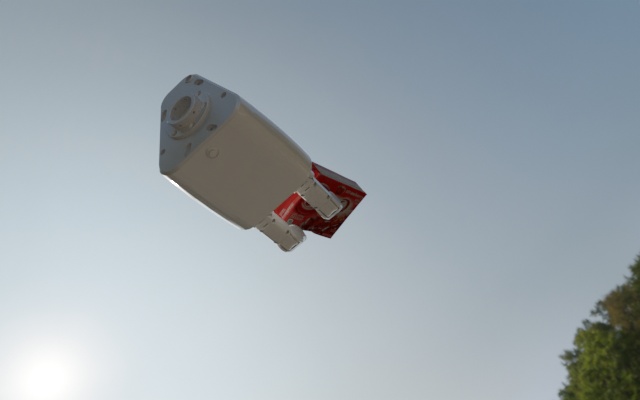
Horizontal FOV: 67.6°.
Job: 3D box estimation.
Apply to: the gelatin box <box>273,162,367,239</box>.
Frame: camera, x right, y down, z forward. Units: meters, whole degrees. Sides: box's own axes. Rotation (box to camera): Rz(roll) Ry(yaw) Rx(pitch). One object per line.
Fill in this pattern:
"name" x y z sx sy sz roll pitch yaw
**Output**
"gelatin box" 0.000 0.002 0.551 0.089 0.073 0.030 21 23 -46
